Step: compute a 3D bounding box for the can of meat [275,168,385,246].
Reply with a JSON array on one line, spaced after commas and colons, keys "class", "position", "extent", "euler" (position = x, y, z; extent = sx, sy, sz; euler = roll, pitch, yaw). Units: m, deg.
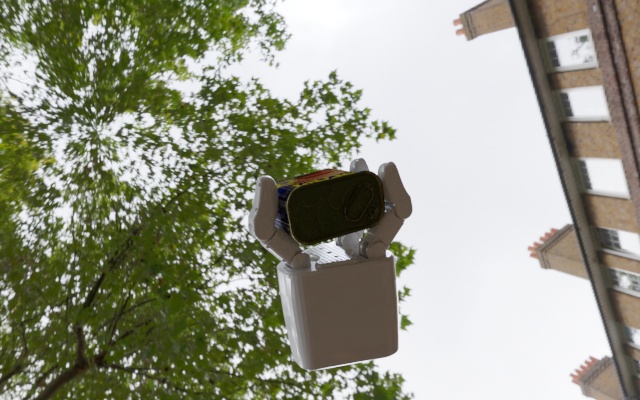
[{"class": "can of meat", "position": [0.000, 0.002, 0.487], "extent": [0.102, 0.057, 0.084], "euler": [-15, 13, -23]}]
